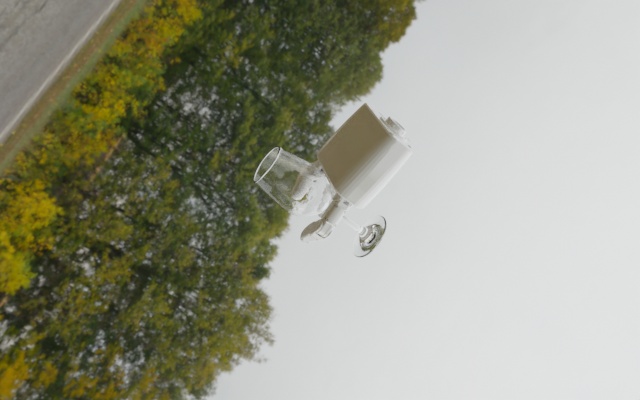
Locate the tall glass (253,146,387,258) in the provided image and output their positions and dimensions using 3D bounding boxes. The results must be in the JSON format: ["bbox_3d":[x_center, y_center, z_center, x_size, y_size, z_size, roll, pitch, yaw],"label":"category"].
[{"bbox_3d":[0.001,0.003,0.699,0.201,0.079,0.079,35,-14,-22],"label":"tall glass"}]
